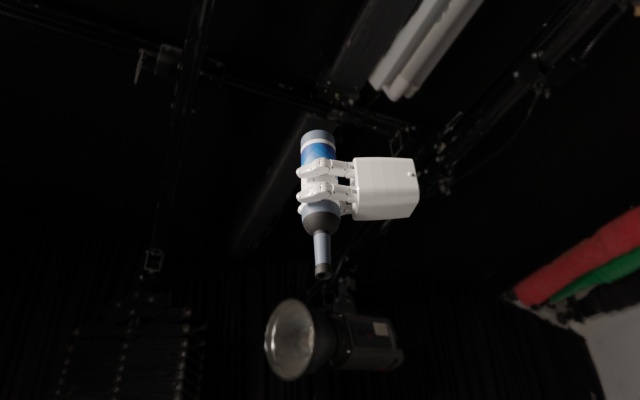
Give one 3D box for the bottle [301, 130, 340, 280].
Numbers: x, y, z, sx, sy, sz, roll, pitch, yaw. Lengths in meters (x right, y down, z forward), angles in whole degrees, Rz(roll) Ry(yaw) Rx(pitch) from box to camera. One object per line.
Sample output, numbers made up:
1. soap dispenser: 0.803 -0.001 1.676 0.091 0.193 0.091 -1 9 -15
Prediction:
1. bottle: 0.000 0.003 0.846 0.069 0.295 0.069 -2 -37 -1
